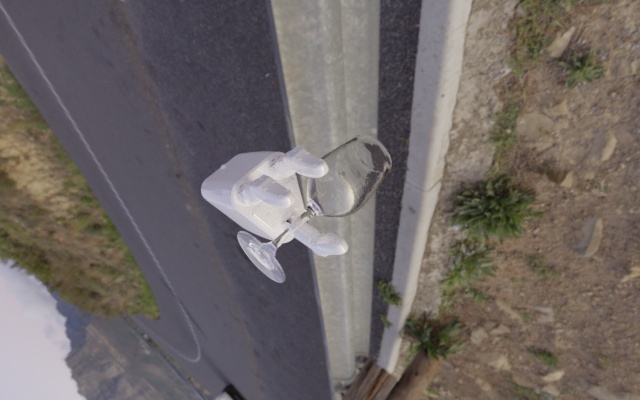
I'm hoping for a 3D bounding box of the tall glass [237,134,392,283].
[{"bbox_3d":[0.000,0.002,0.565,0.201,0.079,0.079,-43,21,-25],"label":"tall glass"}]
